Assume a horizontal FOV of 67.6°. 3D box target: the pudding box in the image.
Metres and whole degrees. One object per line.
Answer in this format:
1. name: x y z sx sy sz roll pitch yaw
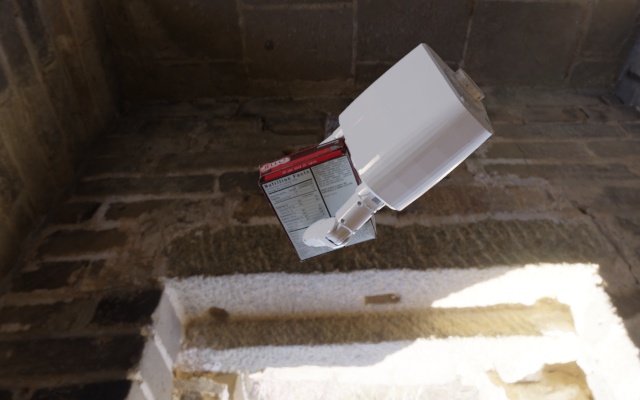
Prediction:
1. pudding box: 0.000 0.002 0.481 0.090 0.114 0.039 -18 34 9
